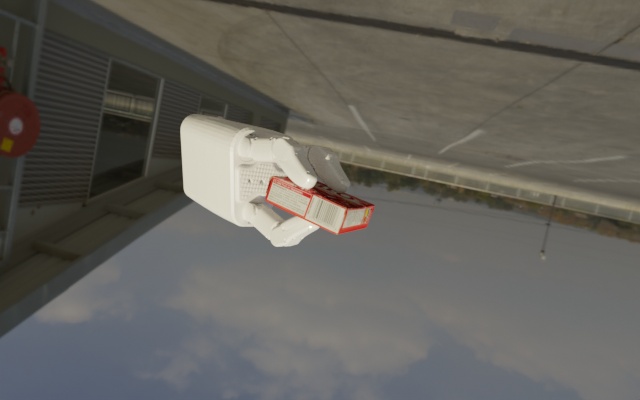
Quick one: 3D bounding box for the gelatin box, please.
[{"bbox_3d":[0.000,0.002,0.483,0.089,0.030,0.073,24,12,24],"label":"gelatin box"}]
